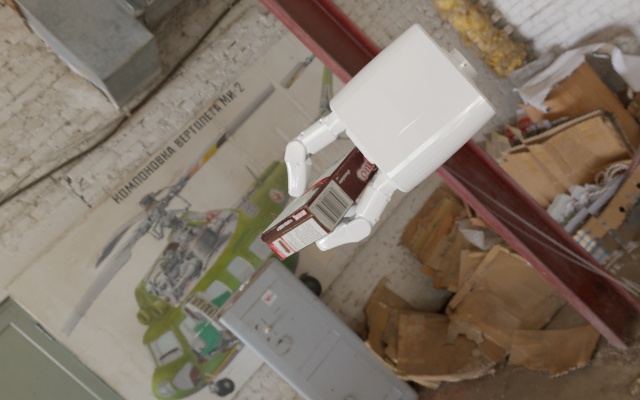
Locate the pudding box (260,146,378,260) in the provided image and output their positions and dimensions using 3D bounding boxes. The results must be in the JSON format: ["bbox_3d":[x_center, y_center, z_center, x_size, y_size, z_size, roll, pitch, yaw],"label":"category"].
[{"bbox_3d":[0.000,0.001,0.490,0.090,0.039,0.113,-35,10,47],"label":"pudding box"}]
